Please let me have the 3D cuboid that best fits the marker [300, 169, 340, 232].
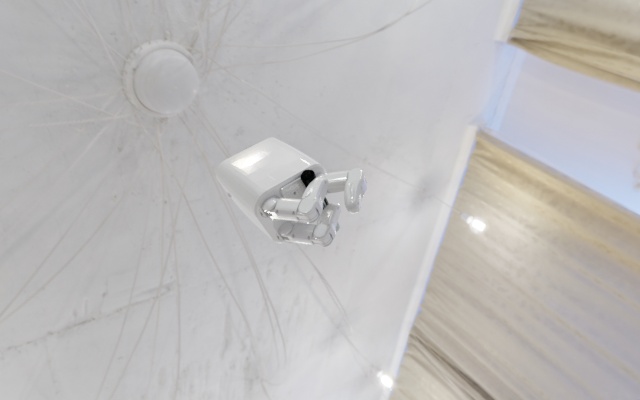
[{"bbox_3d":[0.000,0.002,0.622,0.020,0.020,0.121,0,-37,22],"label":"marker"}]
